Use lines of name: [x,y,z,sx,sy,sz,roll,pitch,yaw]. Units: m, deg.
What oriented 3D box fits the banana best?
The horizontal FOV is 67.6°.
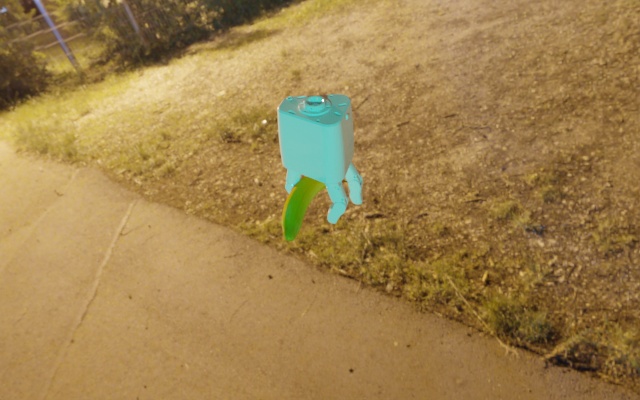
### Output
banana: [-0.012,-0.010,0.799,0.069,0.037,0.197,37,51,15]
